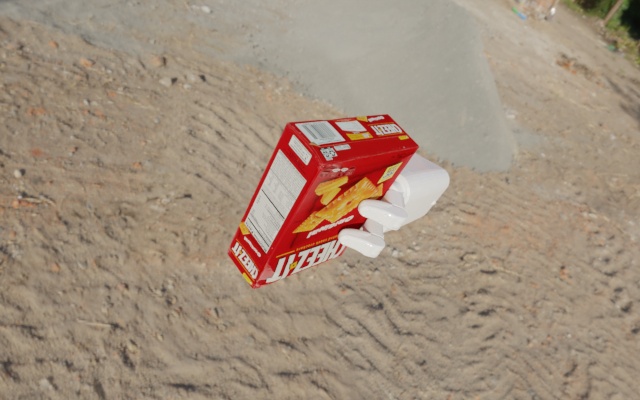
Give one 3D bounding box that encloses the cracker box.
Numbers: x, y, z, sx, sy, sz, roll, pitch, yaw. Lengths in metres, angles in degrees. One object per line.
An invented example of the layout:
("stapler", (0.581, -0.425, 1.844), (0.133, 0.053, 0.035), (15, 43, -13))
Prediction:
("cracker box", (0.000, 0.002, 0.579), (0.164, 0.072, 0.214), (-14, -35, -43))
